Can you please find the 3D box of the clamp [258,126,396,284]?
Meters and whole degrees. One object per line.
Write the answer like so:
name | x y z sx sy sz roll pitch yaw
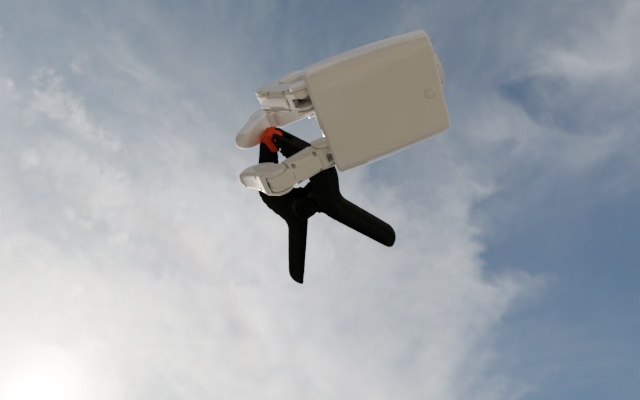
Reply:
clamp | 0.000 0.001 0.474 0.120 0.171 0.039 -19 27 5
